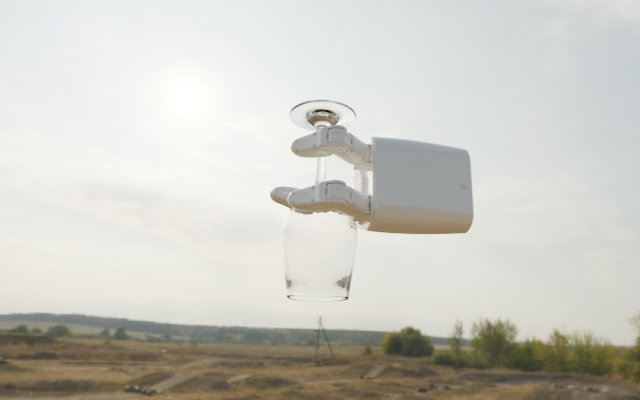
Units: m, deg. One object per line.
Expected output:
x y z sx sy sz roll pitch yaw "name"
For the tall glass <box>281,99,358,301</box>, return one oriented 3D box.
0.000 0.001 0.500 0.079 0.201 0.079 2 -17 1 "tall glass"
